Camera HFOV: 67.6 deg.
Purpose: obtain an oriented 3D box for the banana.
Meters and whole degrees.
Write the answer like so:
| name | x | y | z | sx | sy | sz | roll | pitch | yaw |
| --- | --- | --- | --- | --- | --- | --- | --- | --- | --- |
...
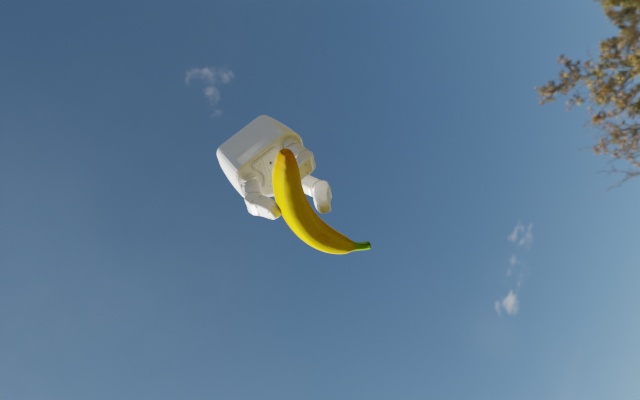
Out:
| name | x | y | z | sx | sy | sz | roll | pitch | yaw |
| --- | --- | --- | --- | --- | --- | --- | --- | --- | --- |
| banana | -0.013 | 0.015 | 0.613 | 0.069 | 0.198 | 0.037 | -36 | 36 | 9 |
